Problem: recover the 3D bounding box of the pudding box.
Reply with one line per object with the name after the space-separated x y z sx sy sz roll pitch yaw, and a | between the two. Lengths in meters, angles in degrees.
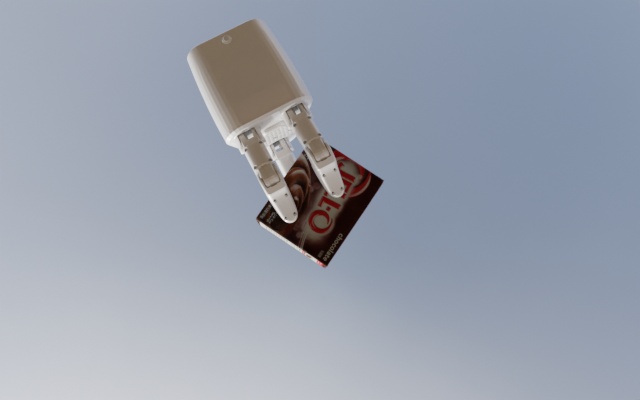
0.000 0.002 0.511 0.090 0.113 0.039 33 -9 6 | pudding box
